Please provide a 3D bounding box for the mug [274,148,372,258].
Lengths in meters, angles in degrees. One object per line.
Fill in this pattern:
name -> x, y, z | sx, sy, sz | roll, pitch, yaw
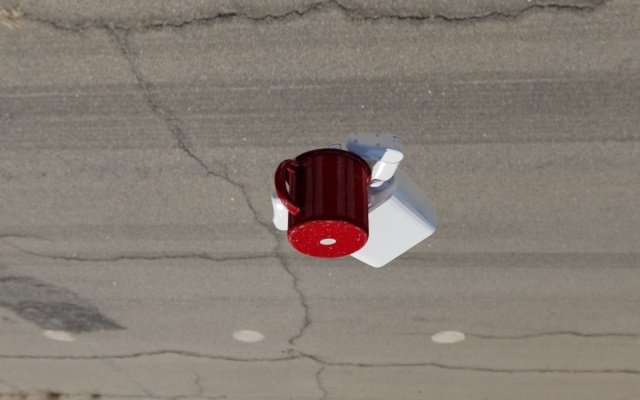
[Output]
mug -> -0.001, 0.001, 0.481 | 0.093, 0.081, 0.117 | -25, -41, 33
